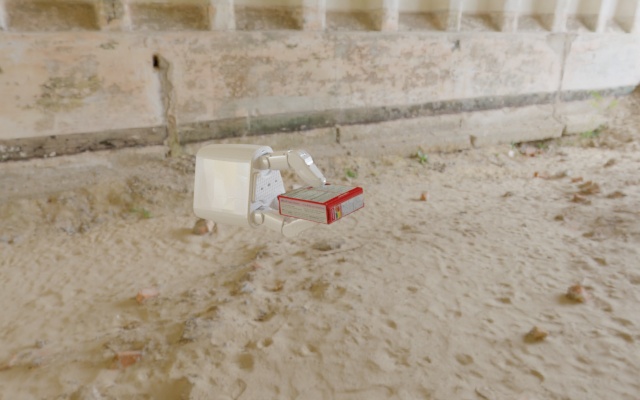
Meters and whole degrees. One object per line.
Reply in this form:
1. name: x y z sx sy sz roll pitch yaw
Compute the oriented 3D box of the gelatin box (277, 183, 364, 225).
1. gelatin box: 0.000 0.002 0.619 0.089 0.030 0.073 8 22 41
